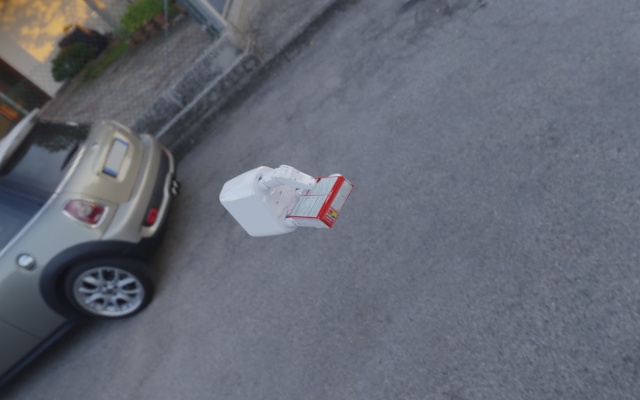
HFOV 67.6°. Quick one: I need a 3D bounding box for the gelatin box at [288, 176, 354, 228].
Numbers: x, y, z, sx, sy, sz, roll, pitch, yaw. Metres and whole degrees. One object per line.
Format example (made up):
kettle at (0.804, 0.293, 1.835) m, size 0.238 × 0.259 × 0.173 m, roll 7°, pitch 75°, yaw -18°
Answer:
gelatin box at (0.000, 0.002, 0.705) m, size 0.030 × 0.073 × 0.089 m, roll 39°, pitch -20°, yaw -26°
